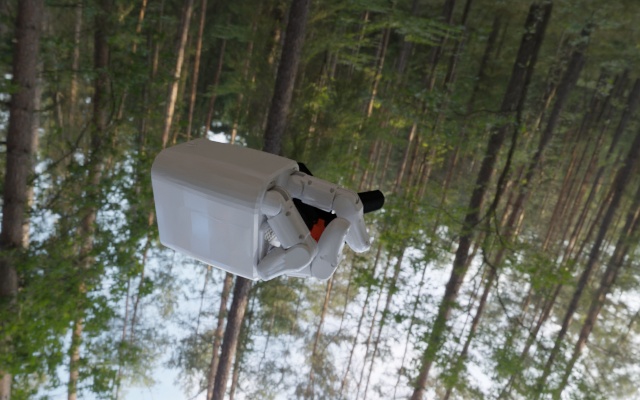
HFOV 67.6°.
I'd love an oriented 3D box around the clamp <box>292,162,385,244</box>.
[{"bbox_3d":[0.000,0.002,0.519,0.120,0.039,0.171,17,19,12],"label":"clamp"}]
